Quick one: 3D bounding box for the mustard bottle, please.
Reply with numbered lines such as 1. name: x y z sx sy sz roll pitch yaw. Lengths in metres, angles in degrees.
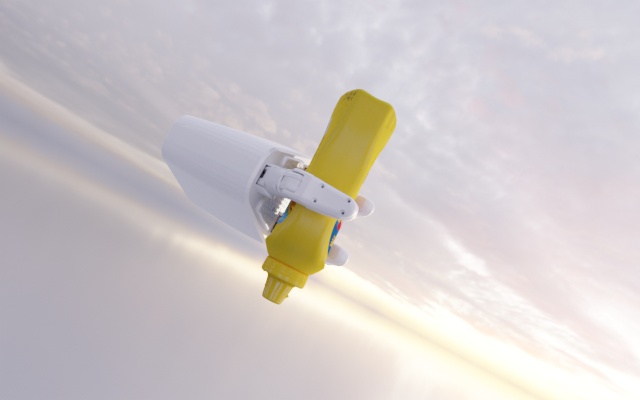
1. mustard bottle: 0.000 0.001 0.423 0.058 0.191 0.096 28 -9 -2
